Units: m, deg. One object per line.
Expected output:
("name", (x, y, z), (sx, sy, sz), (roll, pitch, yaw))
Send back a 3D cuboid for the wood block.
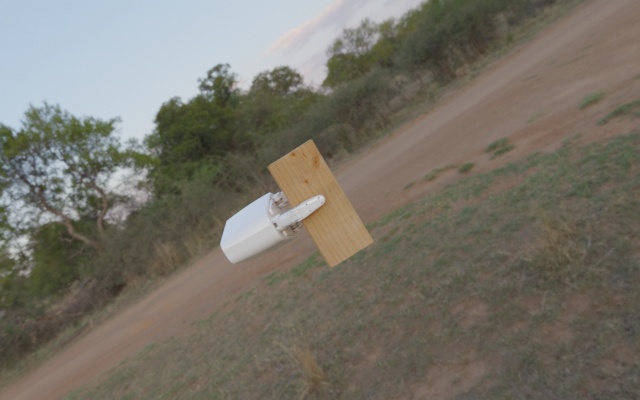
("wood block", (0.000, 0.003, 0.851), (0.090, 0.206, 0.091), (-32, 7, 2))
